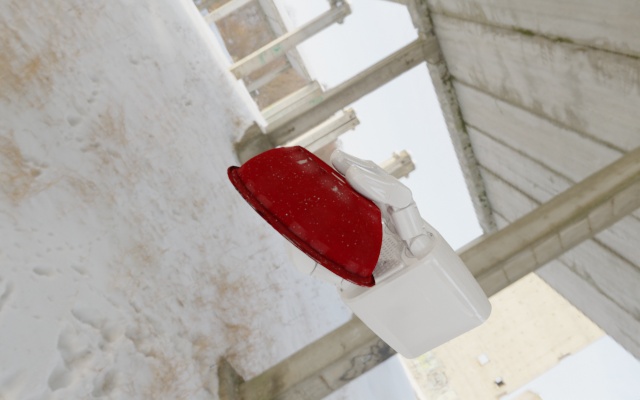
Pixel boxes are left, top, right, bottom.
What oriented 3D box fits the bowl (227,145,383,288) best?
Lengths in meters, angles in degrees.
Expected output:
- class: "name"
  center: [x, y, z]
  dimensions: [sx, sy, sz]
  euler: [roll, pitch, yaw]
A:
- class: "bowl"
  center: [-0.001, 0.000, 0.413]
  dimensions: [0.162, 0.055, 0.162]
  euler: [38, 7, -6]
